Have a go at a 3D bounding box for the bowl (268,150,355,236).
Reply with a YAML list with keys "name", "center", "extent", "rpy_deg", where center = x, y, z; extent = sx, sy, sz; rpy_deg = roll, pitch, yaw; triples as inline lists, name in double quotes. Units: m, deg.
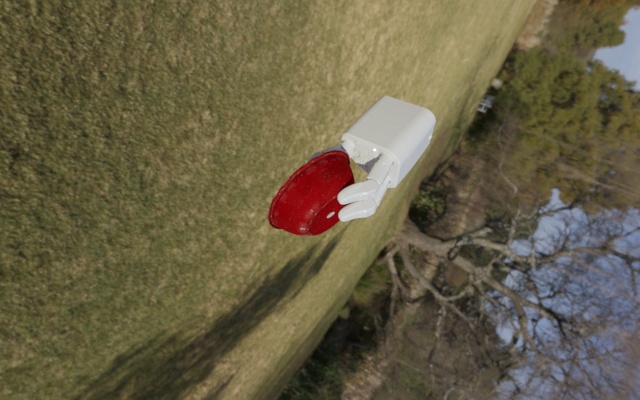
- name: "bowl"
  center: [-0.001, 0.004, 0.728]
  extent: [0.055, 0.162, 0.162]
  rpy_deg: [47, 23, 23]
